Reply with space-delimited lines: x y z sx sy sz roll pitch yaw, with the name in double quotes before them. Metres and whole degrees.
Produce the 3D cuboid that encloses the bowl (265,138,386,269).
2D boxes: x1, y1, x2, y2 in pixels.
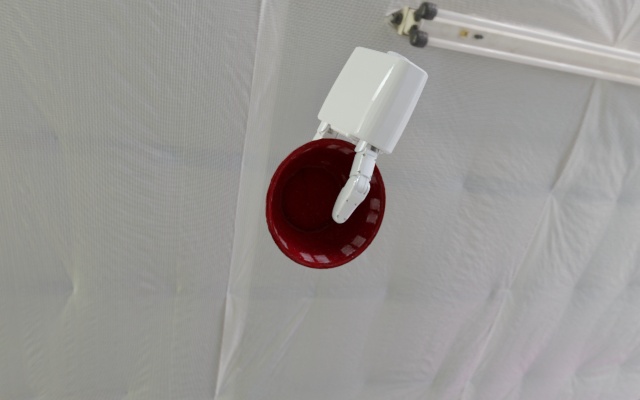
"bowl" -0.001 0.003 0.603 0.162 0.162 0.055 0 8 -25
